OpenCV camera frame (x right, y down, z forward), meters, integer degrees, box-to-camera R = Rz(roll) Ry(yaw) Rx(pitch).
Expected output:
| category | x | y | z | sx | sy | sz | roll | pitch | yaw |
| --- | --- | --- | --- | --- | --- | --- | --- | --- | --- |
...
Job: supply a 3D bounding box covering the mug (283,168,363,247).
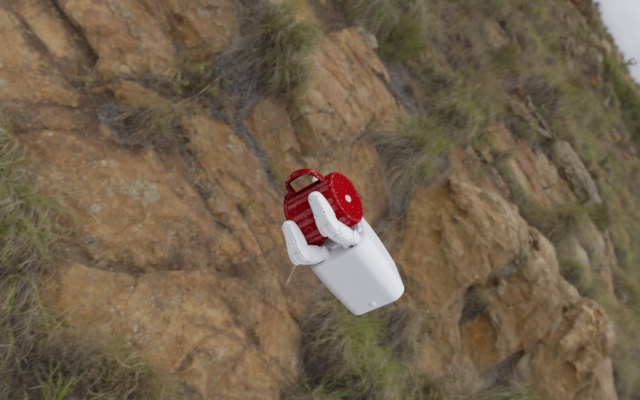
| category | x | y | z | sx | sy | sz | roll | pitch | yaw |
| --- | --- | --- | --- | --- | --- | --- | --- | --- | --- |
| mug | -0.001 | 0.001 | 0.678 | 0.081 | 0.117 | 0.093 | -28 | 22 | 26 |
